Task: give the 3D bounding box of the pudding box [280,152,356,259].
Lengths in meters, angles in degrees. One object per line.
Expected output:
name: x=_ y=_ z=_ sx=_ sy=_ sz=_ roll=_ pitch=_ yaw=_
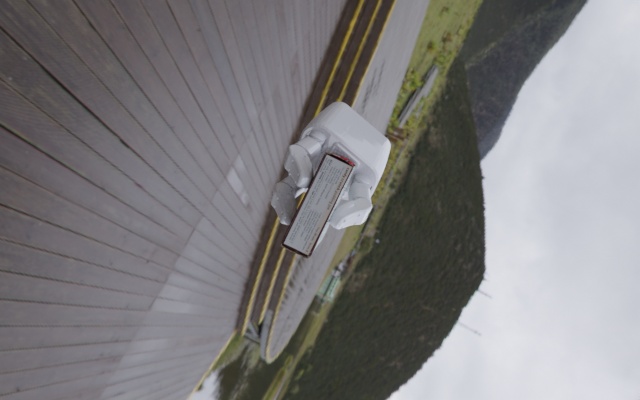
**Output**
pudding box: x=0.000 y=0.002 z=0.538 sx=0.039 sy=0.113 sz=0.090 roll=25 pitch=6 yaw=4
